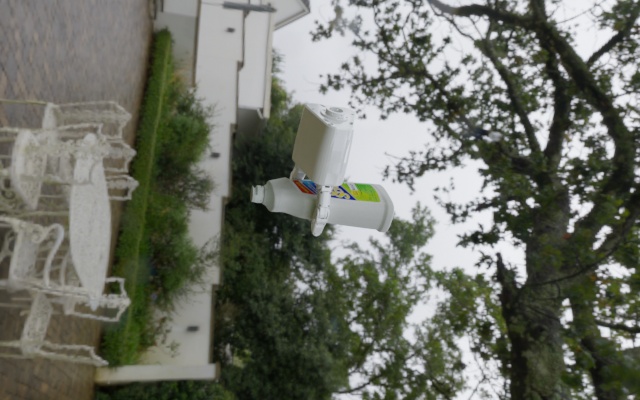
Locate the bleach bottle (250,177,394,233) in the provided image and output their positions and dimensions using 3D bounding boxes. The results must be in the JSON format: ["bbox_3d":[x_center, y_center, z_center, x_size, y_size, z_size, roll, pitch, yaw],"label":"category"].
[{"bbox_3d":[0.000,0.003,0.870,0.251,0.068,0.102,5,31,-16],"label":"bleach bottle"}]
